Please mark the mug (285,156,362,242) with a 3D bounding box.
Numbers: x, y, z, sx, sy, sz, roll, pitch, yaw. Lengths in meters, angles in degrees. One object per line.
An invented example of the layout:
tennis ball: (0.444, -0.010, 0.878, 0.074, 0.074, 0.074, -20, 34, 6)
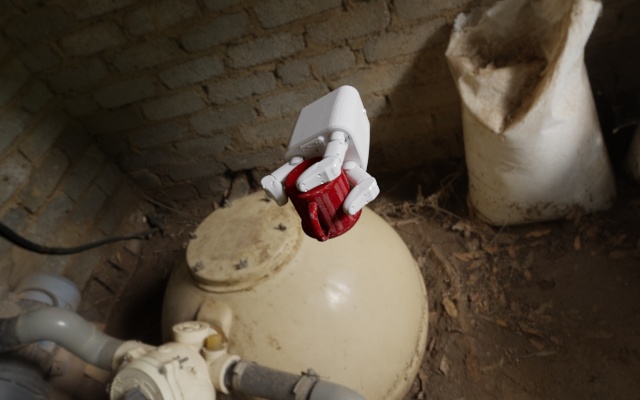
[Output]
mug: (0.000, 0.003, 0.650, 0.093, 0.117, 0.082, -10, -47, 20)
